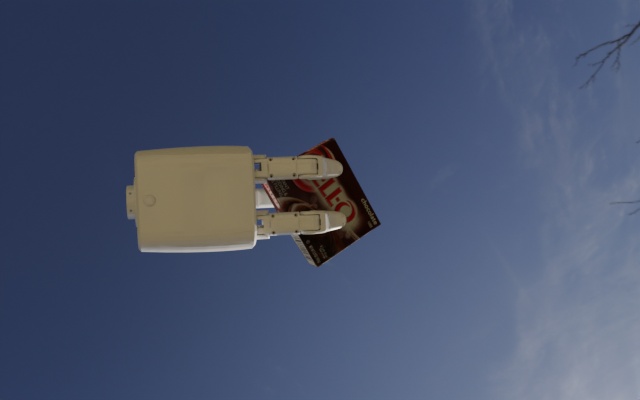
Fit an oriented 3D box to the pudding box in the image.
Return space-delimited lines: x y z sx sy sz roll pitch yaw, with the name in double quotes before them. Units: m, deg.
"pudding box" 0.000 0.002 0.522 0.090 0.113 0.039 -32 10 -18
